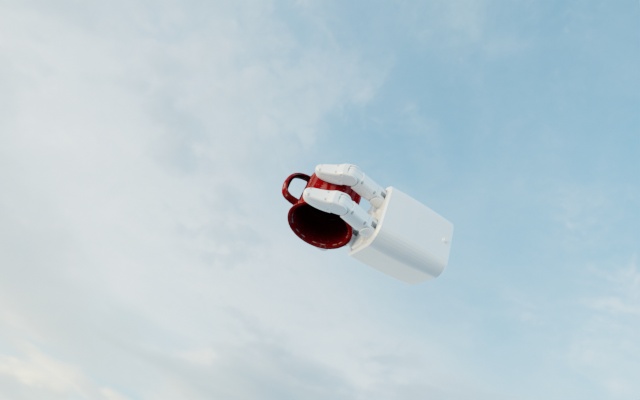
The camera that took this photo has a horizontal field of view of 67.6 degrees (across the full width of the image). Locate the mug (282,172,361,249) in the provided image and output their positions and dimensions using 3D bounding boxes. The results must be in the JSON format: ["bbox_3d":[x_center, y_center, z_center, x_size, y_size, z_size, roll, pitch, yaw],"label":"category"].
[{"bbox_3d":[-0.001,0.001,0.671,0.117,0.081,0.093,30,-42,-7],"label":"mug"}]
